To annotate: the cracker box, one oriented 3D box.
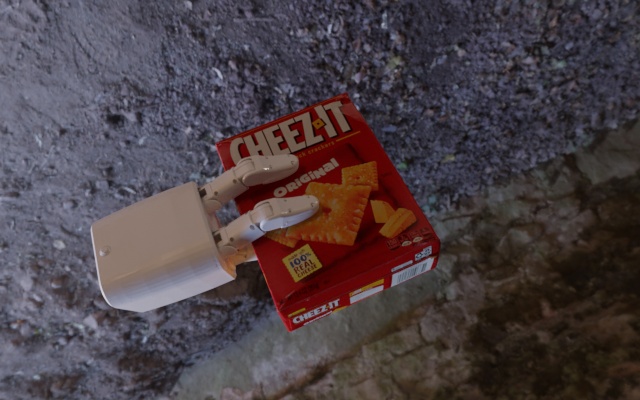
[{"bbox_3d":[0.000,0.002,0.500,0.164,0.213,0.072,-22,-31,-7],"label":"cracker box"}]
